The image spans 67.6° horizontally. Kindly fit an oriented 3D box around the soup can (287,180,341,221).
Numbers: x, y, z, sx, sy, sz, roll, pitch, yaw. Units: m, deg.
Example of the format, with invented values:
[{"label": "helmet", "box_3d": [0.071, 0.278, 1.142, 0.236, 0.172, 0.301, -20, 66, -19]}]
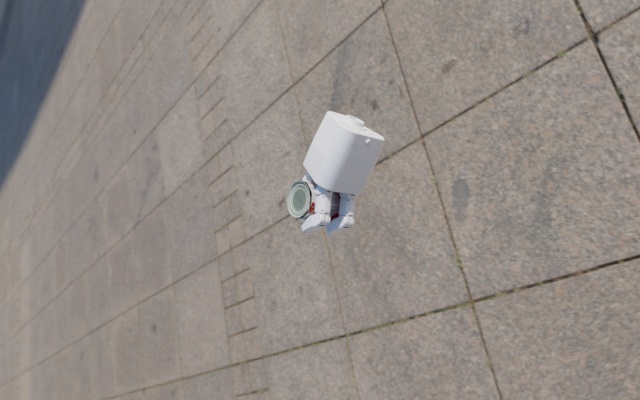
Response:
[{"label": "soup can", "box_3d": [0.000, 0.003, 0.841, 0.102, 0.068, 0.068, 7, -5, -40]}]
